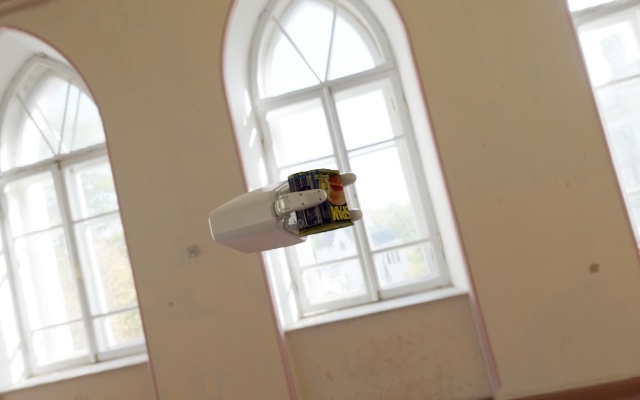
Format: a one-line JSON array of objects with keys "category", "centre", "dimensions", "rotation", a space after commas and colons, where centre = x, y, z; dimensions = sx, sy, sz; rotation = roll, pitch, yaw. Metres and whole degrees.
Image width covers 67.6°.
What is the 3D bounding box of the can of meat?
[{"category": "can of meat", "centre": [0.000, 0.002, 0.664], "dimensions": [0.057, 0.084, 0.102], "rotation": [-16, -6, 22]}]
